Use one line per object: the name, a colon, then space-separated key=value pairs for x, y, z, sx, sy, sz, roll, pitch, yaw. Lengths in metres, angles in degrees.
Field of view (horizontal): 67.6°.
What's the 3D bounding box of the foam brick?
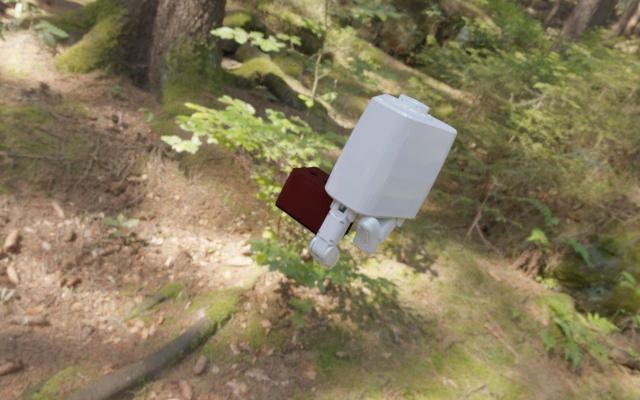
foam brick: x=0.000 y=0.002 z=0.537 sx=0.078 sy=0.051 sz=0.053 roll=34 pitch=22 yaw=23
